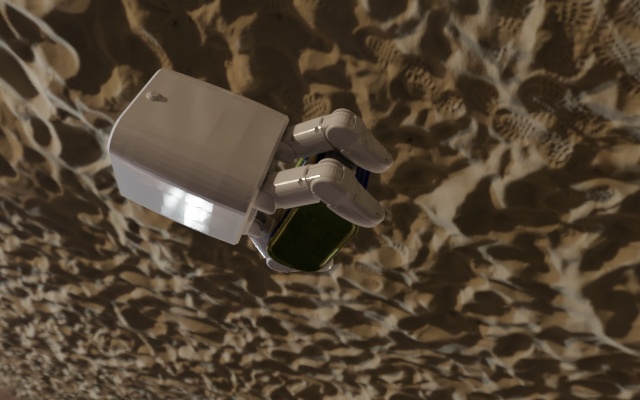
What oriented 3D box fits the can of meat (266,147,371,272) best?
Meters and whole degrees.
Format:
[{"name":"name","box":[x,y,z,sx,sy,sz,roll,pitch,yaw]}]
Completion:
[{"name":"can of meat","box":[0.000,0.002,0.400,0.057,0.084,0.102,26,-43,-10]}]
